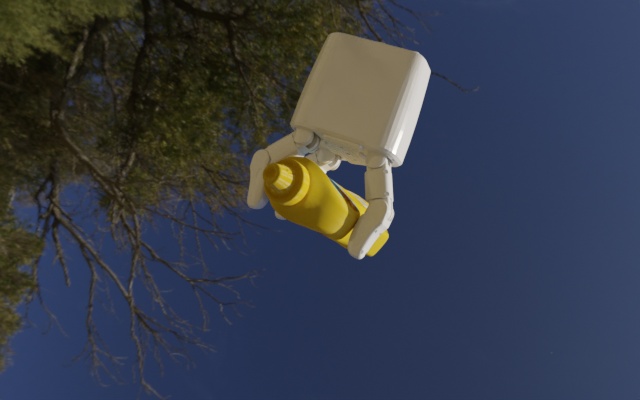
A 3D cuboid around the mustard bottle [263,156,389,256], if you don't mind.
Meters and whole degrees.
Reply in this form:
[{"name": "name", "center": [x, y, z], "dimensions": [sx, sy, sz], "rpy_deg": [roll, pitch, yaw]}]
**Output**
[{"name": "mustard bottle", "center": [0.000, 0.002, 0.481], "dimensions": [0.096, 0.058, 0.192], "rpy_deg": [44, 6, 29]}]
